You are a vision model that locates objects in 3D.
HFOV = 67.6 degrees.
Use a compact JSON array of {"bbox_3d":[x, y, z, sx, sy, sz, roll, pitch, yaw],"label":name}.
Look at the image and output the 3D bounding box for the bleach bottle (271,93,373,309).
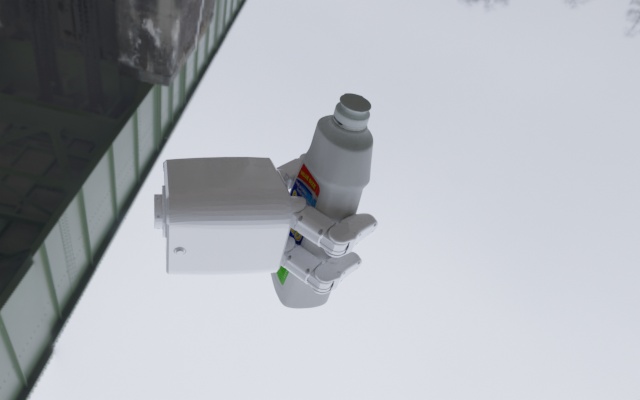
[{"bbox_3d":[0.000,0.002,0.489,0.068,0.251,0.102,0,44,-19],"label":"bleach bottle"}]
